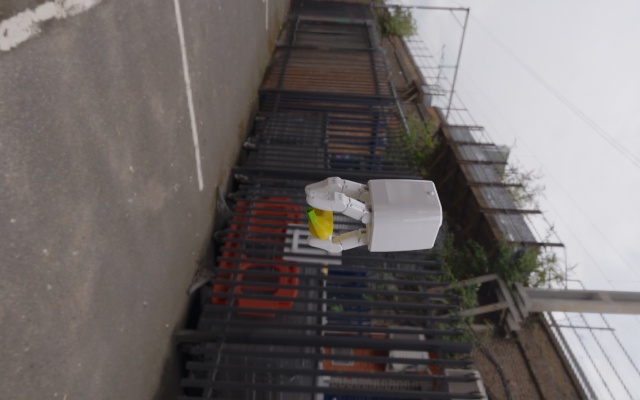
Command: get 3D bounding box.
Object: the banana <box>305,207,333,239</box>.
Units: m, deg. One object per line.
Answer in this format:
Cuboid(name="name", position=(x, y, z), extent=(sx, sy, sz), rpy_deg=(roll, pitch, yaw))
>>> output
Cuboid(name="banana", position=(0.002, 0.022, 0.800), extent=(0.037, 0.070, 0.197), rpy_deg=(-5, 13, 3))
